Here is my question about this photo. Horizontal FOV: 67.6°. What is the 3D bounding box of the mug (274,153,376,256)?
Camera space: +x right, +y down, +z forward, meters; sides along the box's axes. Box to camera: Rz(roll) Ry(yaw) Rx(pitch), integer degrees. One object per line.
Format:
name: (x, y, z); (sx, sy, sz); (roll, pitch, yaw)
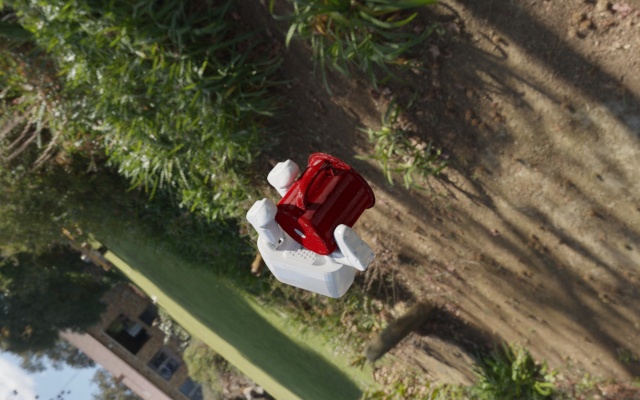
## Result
mug: (0.000, 0.001, 0.525); (0.093, 0.081, 0.117); (30, -22, 21)
